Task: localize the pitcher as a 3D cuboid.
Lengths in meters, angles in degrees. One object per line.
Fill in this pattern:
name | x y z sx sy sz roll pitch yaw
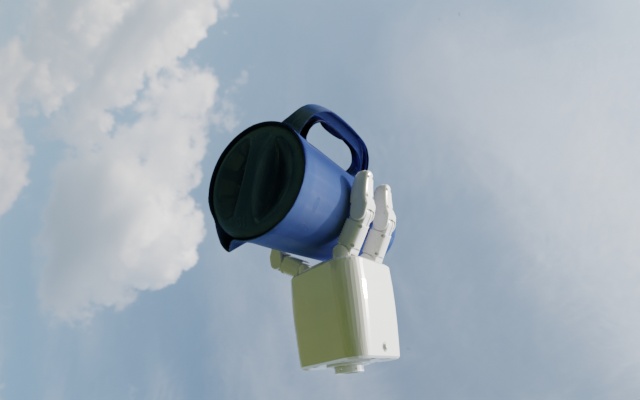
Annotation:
pitcher | 0.000 0.002 0.583 0.149 0.145 0.243 -20 -27 29
